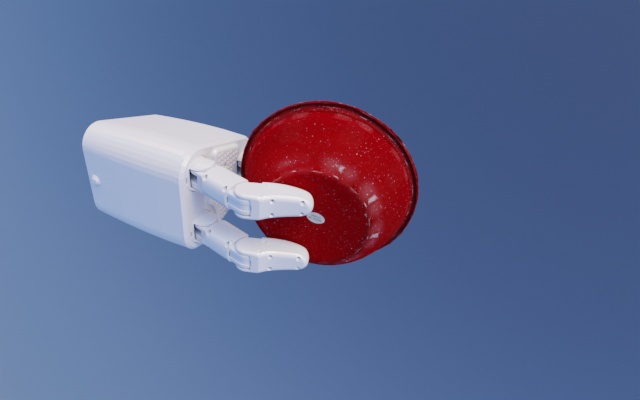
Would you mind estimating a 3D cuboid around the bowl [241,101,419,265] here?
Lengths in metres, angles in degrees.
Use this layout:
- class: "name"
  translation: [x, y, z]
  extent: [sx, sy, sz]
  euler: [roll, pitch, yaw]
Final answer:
- class: "bowl"
  translation: [0.001, 0.002, 0.405]
  extent: [0.162, 0.162, 0.055]
  euler: [0, 33, 15]
